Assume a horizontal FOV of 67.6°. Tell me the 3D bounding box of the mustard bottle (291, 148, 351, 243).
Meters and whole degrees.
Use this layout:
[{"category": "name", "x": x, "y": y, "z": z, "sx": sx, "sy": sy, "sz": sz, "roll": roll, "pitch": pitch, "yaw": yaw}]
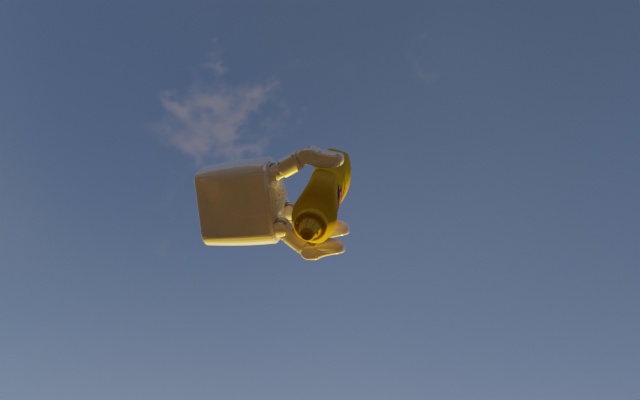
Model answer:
[{"category": "mustard bottle", "x": 0.000, "y": 0.002, "z": 0.641, "sx": 0.058, "sy": 0.096, "sz": 0.191, "roll": 18, "pitch": 25, "yaw": 3}]
